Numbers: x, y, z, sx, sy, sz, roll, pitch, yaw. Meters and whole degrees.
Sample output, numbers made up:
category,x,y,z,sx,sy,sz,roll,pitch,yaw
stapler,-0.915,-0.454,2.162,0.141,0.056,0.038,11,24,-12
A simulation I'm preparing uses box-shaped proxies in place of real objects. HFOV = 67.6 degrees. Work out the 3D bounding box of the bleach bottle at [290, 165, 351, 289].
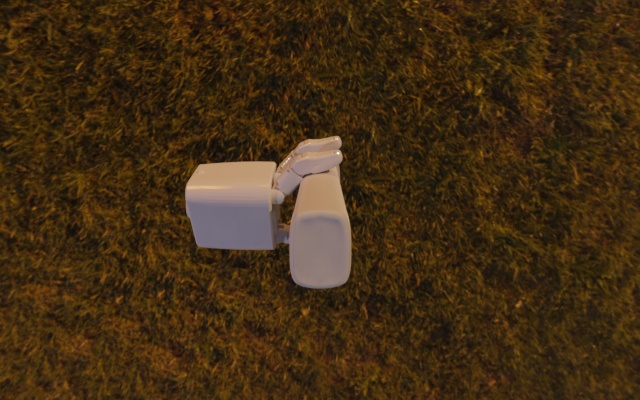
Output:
category,x,y,z,sx,sy,sz,roll,pitch,yaw
bleach bottle,0.000,0.002,0.623,0.068,0.103,0.250,0,24,0
